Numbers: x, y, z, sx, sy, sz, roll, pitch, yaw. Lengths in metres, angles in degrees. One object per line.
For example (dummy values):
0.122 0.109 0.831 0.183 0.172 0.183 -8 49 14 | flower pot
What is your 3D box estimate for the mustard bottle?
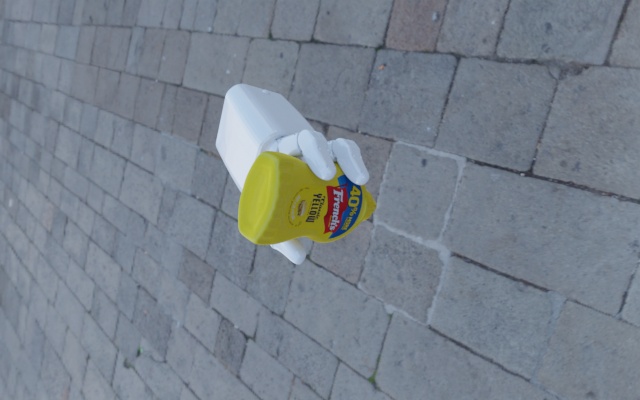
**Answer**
0.000 0.002 0.551 0.191 0.096 0.058 4 16 -47 | mustard bottle
